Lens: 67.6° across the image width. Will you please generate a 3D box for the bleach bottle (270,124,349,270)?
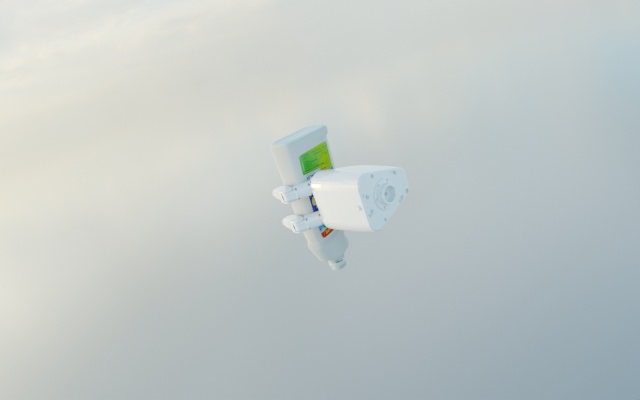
[{"bbox_3d":[0.000,0.003,0.832,0.102,0.251,0.068,-32,22,-33],"label":"bleach bottle"}]
